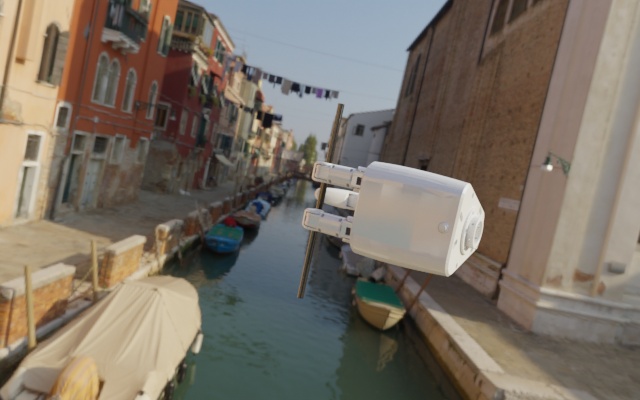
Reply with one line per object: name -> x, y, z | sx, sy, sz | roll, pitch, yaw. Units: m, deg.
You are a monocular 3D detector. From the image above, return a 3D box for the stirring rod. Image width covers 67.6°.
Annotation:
stirring rod -> 0.000, 0.002, 0.579 | 0.011, 0.239, 0.011 | 12, 4, -1
